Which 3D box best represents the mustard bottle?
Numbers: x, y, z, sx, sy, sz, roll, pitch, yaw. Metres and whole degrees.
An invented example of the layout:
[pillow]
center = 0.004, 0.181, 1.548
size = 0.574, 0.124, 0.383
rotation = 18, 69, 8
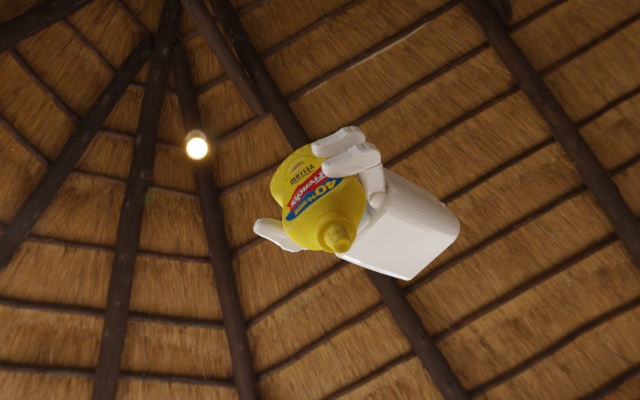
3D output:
[mustard bottle]
center = 0.000, 0.001, 0.526
size = 0.096, 0.058, 0.191
rotation = -36, 29, 5
